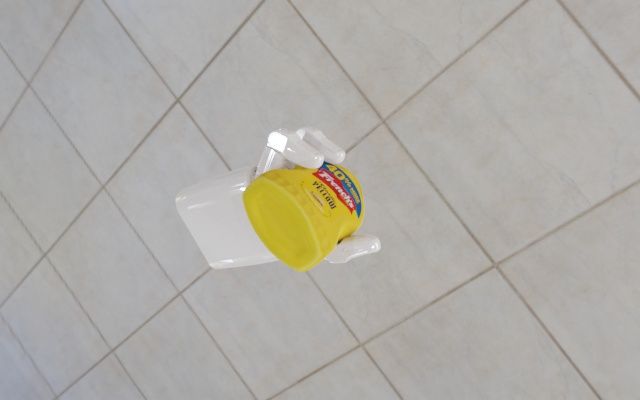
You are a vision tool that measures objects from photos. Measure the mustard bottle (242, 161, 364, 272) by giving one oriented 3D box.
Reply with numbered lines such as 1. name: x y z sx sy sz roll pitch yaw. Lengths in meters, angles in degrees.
1. mustard bottle: 0.000 0.002 0.509 0.058 0.096 0.191 -41 -5 26
